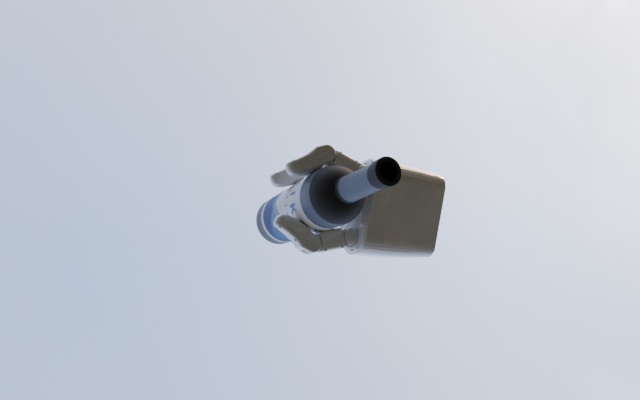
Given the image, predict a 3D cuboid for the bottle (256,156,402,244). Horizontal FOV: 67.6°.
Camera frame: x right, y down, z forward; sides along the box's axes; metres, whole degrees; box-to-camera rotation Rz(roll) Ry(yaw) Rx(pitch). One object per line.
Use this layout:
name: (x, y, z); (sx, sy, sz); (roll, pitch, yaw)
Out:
bottle: (0.000, 0.002, 0.550); (0.069, 0.069, 0.296); (0, -11, -25)
